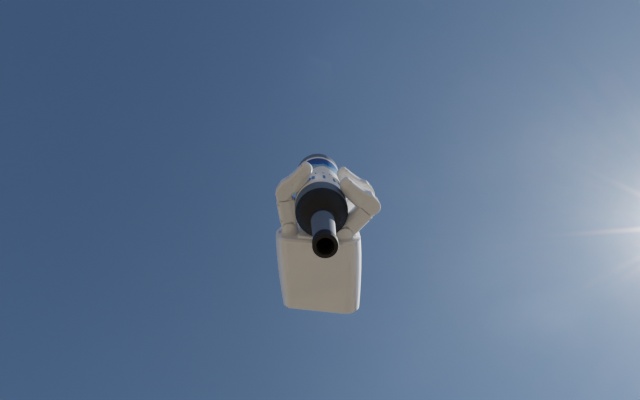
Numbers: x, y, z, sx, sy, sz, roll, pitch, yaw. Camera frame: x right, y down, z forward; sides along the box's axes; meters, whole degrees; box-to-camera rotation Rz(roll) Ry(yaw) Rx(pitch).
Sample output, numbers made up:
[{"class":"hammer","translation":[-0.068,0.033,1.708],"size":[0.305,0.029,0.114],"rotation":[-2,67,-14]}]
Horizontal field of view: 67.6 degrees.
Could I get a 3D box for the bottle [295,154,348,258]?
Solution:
[{"class":"bottle","translation":[0.000,0.002,0.628],"size":[0.069,0.069,0.295],"rotation":[0,18,-2]}]
